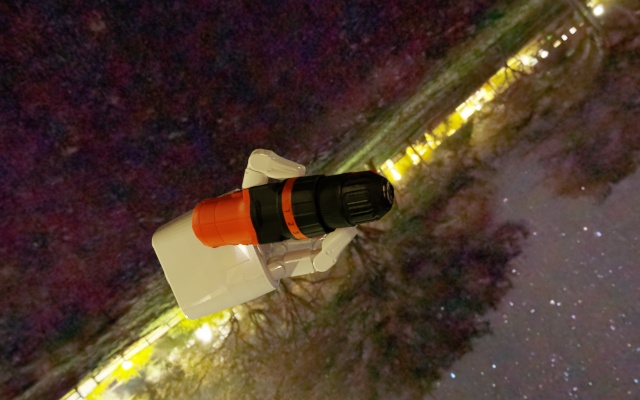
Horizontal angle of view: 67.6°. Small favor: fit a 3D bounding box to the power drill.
[{"bbox_3d":[0.000,0.002,0.461,0.184,0.057,0.187,-8,0,25],"label":"power drill"}]
